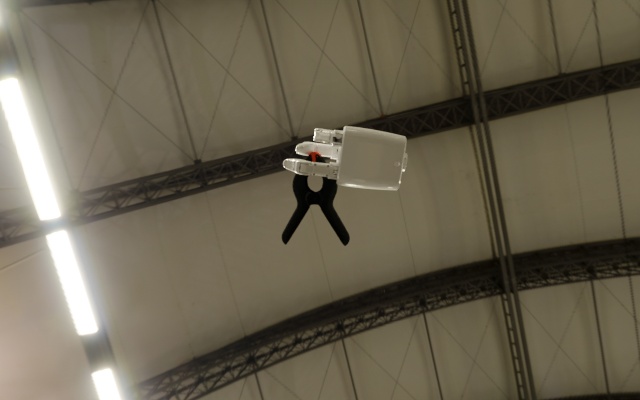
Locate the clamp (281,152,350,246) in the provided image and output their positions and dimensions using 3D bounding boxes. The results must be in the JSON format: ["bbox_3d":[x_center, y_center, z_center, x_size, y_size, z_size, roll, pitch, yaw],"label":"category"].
[{"bbox_3d":[0.000,0.002,0.837,0.120,0.171,0.039,8,11,0],"label":"clamp"}]
